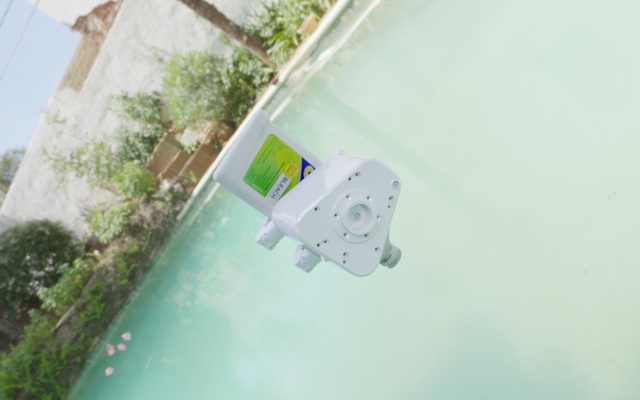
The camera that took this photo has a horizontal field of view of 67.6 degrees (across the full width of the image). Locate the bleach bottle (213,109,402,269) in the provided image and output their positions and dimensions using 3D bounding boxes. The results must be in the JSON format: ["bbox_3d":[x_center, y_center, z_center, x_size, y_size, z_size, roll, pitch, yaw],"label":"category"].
[{"bbox_3d":[0.000,0.002,0.587,0.251,0.102,0.068,34,-6,-15],"label":"bleach bottle"}]
